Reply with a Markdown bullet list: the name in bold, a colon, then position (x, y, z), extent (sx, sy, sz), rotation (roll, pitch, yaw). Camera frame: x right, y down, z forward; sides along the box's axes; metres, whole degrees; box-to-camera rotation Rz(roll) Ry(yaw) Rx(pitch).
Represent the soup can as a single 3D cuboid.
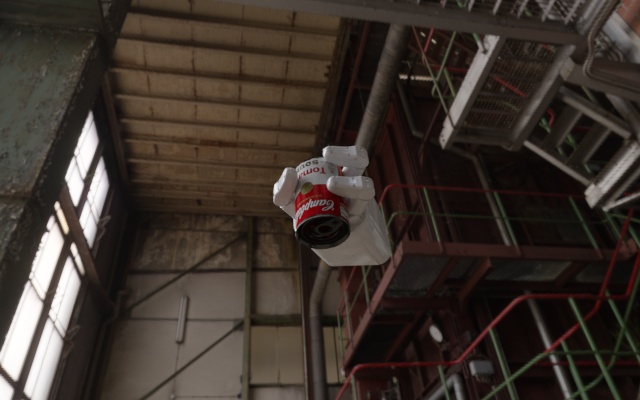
- **soup can**: position (0.000, 0.002, 0.615), extent (0.068, 0.102, 0.069), rotation (-3, -40, -2)
